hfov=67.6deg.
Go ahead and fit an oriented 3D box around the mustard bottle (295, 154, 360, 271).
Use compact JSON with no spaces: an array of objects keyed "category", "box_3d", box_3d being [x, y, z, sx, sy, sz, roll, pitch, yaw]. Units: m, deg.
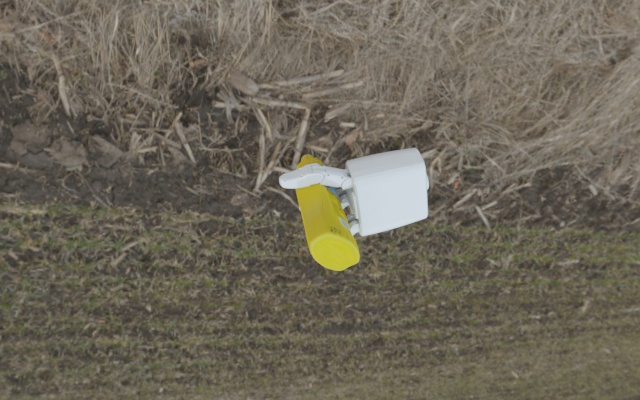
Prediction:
[{"category":"mustard bottle","box_3d":[0.000,0.003,0.694,0.058,0.191,0.096,-29,-42,15]}]
